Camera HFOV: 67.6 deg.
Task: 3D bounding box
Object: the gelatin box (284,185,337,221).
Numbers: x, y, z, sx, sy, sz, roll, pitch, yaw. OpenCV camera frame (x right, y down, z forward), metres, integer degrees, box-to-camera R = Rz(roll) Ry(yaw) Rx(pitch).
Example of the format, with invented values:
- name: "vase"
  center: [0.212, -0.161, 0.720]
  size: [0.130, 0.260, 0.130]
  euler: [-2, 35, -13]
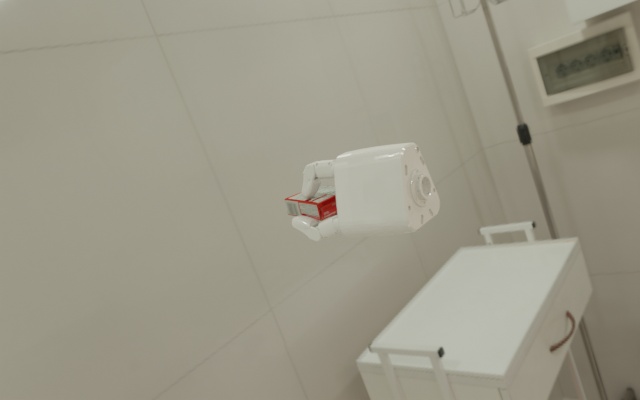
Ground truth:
- name: "gelatin box"
  center: [0.000, 0.002, 0.733]
  size: [0.073, 0.030, 0.089]
  euler: [-24, 19, -35]
